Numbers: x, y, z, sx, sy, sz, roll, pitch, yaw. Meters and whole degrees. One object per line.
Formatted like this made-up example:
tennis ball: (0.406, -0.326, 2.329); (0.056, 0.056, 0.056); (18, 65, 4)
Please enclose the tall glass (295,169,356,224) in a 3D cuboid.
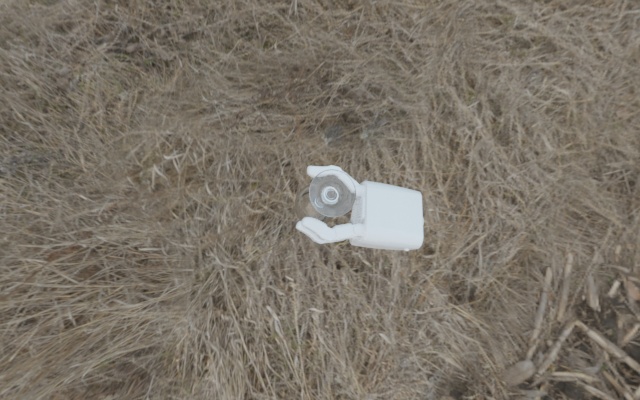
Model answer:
tall glass: (0.000, 0.003, 0.828); (0.079, 0.079, 0.201); (0, -8, -12)
